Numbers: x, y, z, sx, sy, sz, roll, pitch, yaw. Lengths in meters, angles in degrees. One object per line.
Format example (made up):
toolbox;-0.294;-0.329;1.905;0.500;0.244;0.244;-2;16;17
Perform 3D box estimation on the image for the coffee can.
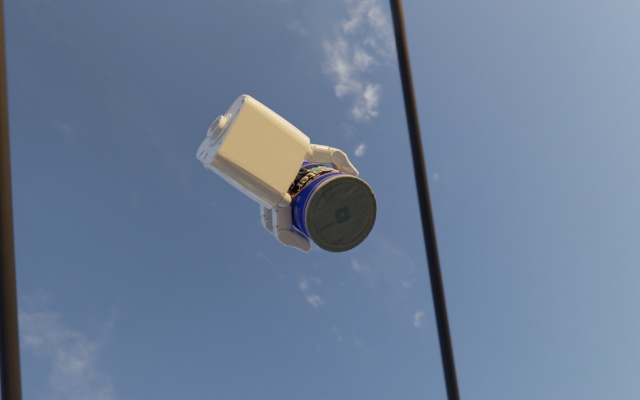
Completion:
coffee can;0.000;0.002;0.673;0.103;0.103;0.140;0;14;-25
